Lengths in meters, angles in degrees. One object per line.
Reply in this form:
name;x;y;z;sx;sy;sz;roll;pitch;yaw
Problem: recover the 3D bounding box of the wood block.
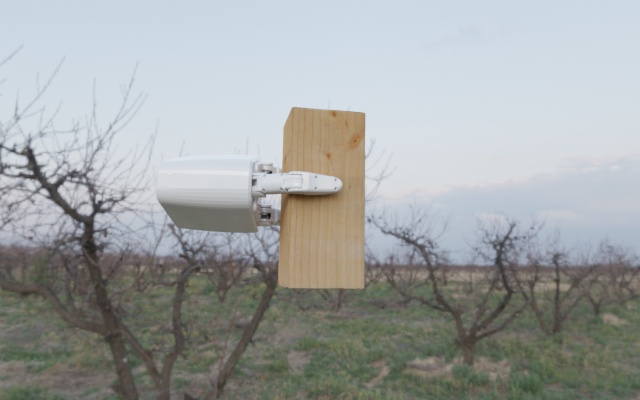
wood block;0.000;0.002;0.582;0.090;0.206;0.091;3;-8;-11
